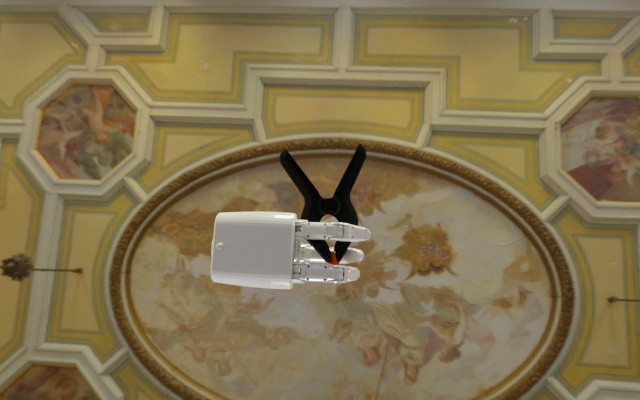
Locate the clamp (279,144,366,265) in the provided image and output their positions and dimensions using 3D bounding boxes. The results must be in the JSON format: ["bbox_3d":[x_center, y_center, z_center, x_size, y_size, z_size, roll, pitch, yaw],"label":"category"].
[{"bbox_3d":[0.000,0.002,0.656,0.120,0.171,0.039,3,-9,1],"label":"clamp"}]
